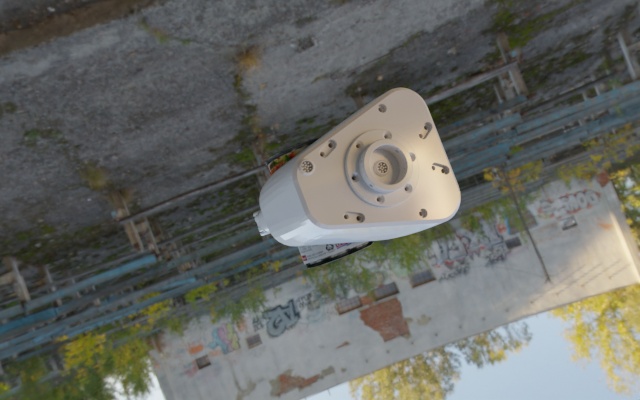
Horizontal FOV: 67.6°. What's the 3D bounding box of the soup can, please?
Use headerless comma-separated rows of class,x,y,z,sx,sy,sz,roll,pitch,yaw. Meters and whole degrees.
soup can,0.000,0.002,0.429,0.068,0.102,0.068,-21,-2,-1
